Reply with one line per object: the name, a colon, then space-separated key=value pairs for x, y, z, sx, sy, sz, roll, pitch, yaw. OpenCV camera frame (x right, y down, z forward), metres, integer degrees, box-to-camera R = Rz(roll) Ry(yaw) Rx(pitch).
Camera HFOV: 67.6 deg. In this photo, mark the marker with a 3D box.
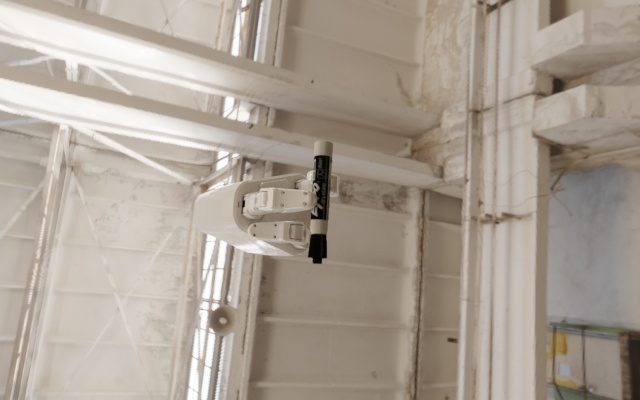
marker: x=0.000 y=0.002 z=0.470 sx=0.020 sy=0.121 sz=0.020 roll=3 pitch=-10 yaw=1
